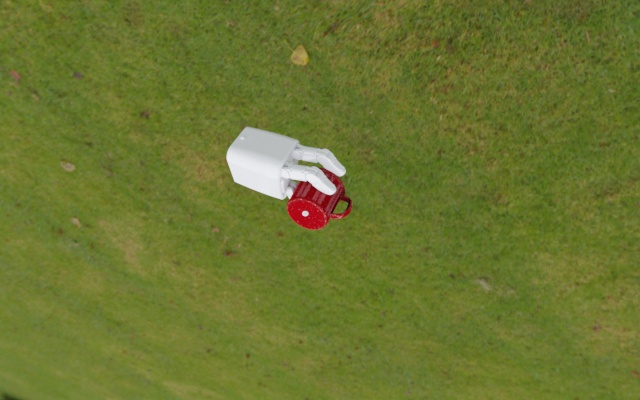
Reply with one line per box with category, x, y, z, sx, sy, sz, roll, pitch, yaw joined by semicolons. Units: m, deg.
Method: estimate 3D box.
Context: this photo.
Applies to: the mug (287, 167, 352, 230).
mug;0.001;0.003;0.875;0.117;0.081;0.093;18;-41;12
